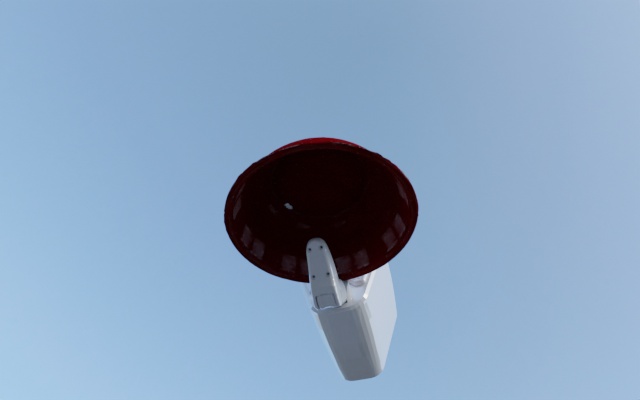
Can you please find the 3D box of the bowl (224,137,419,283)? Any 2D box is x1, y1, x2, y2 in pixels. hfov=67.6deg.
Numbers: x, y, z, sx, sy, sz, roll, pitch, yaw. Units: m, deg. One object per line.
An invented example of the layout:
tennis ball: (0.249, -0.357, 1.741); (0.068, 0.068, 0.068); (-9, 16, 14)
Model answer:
bowl: (0.000, 0.000, 0.416); (0.162, 0.162, 0.055); (0, 42, -2)
